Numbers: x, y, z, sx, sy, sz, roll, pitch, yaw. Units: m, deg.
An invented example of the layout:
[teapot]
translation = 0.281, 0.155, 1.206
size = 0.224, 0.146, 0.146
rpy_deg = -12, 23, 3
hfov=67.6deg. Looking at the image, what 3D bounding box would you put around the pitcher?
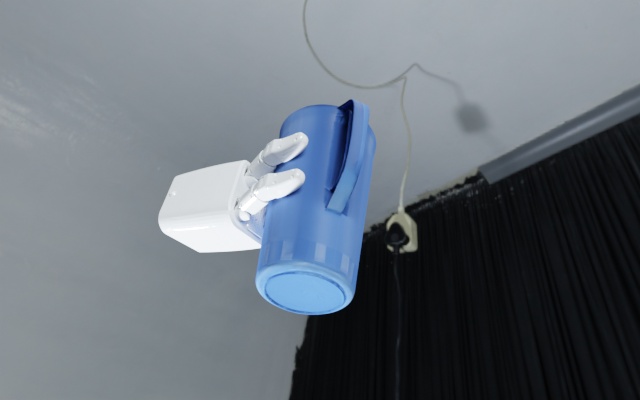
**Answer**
[pitcher]
translation = 0.000, 0.002, 0.574
size = 0.145, 0.242, 0.149
rpy_deg = -8, -42, 19
